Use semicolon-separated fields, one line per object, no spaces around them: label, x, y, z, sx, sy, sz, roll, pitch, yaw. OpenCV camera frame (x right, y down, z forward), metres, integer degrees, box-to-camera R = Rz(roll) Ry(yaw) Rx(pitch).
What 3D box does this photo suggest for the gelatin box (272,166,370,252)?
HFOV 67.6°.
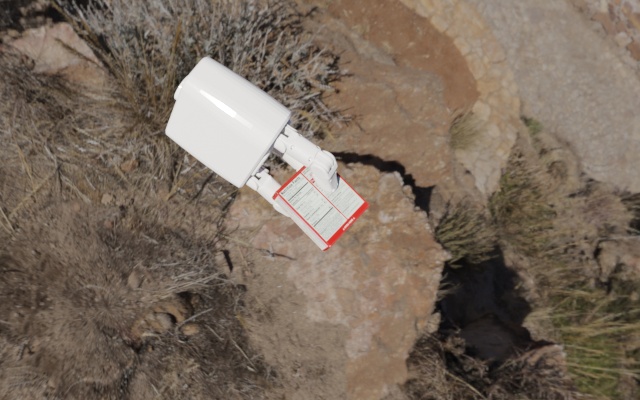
gelatin box;0.000;0.002;0.554;0.073;0.089;0.030;-45;0;-23
